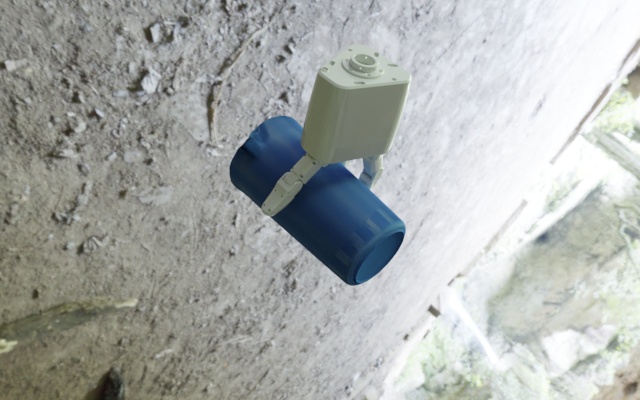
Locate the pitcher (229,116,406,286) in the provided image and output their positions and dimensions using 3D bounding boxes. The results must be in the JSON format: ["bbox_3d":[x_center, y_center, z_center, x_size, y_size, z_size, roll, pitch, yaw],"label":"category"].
[{"bbox_3d":[0.000,0.002,0.665,0.149,0.145,0.242,-26,56,-37],"label":"pitcher"}]
